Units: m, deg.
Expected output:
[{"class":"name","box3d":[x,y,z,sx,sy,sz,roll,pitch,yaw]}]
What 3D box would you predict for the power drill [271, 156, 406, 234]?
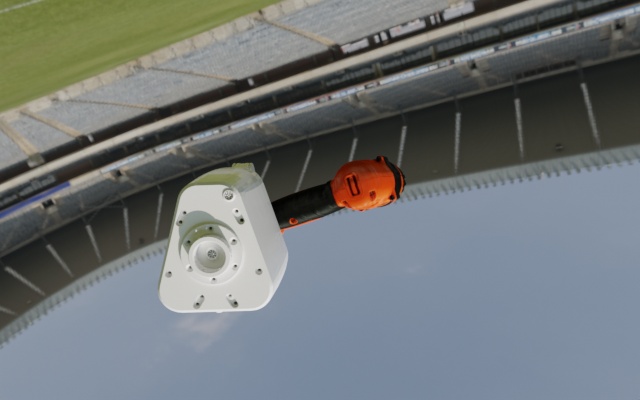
[{"class":"power drill","box3d":[0.000,0.002,0.537,0.188,0.057,0.184,-21,-6,19]}]
